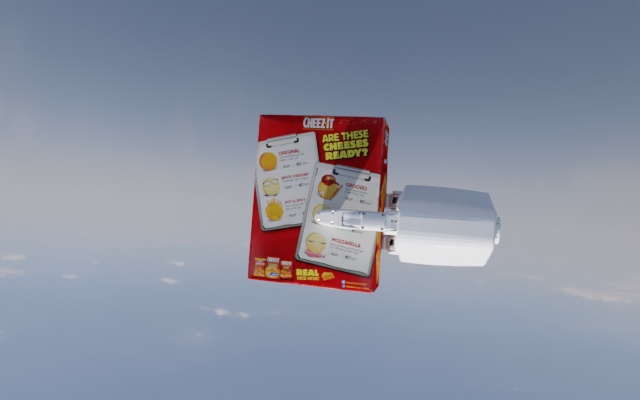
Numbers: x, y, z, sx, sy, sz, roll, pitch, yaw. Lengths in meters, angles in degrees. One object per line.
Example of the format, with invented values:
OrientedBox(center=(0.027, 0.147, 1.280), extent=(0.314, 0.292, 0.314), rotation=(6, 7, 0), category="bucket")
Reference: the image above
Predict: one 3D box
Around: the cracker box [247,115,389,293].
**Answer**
OrientedBox(center=(0.000, 0.002, 0.620), extent=(0.164, 0.213, 0.072), rotation=(4, -1, 13), category="cracker box")
